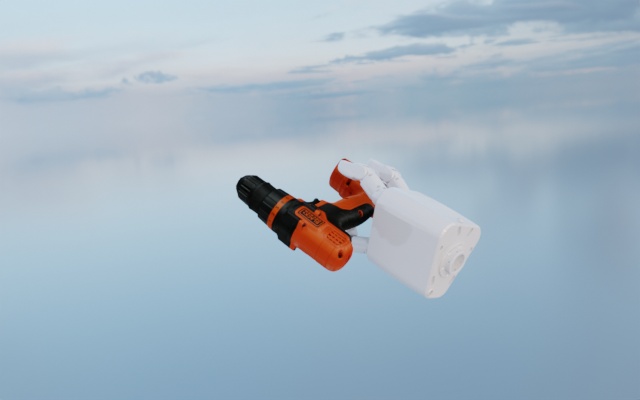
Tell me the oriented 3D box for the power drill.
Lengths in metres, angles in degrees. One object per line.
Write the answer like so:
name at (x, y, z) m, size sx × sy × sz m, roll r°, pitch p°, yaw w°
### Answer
power drill at (0.001, 0.002, 0.667) m, size 0.184 × 0.057 × 0.187 m, roll 37°, pitch 40°, yaw 19°
